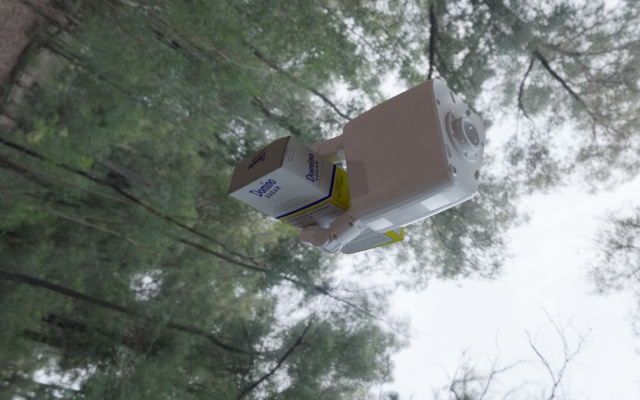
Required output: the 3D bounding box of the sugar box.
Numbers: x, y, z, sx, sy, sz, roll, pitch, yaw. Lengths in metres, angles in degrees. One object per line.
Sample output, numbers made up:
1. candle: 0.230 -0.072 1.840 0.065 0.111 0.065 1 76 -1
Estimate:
1. sugar box: 0.000 0.001 0.515 0.176 0.048 0.093 33 -36 -32
